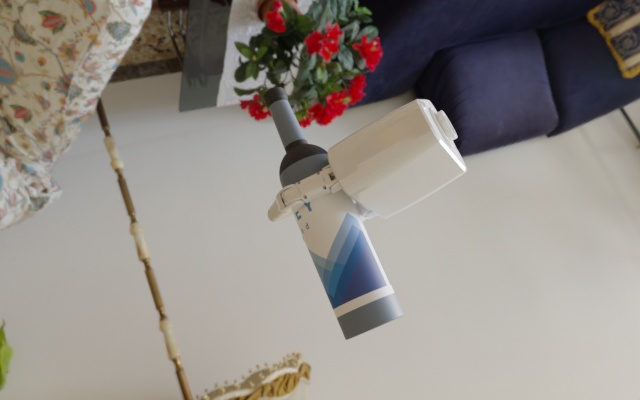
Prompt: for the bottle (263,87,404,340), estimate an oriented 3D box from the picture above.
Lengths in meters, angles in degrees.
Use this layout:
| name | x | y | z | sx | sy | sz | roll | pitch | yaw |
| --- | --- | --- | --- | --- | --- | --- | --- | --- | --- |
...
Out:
| name | x | y | z | sx | sy | sz | roll | pitch | yaw |
| --- | --- | --- | --- | --- | --- | --- | --- | --- | --- |
| bottle | 0.000 | 0.002 | 0.534 | 0.069 | 0.295 | 0.069 | -22 | -15 | -6 |
